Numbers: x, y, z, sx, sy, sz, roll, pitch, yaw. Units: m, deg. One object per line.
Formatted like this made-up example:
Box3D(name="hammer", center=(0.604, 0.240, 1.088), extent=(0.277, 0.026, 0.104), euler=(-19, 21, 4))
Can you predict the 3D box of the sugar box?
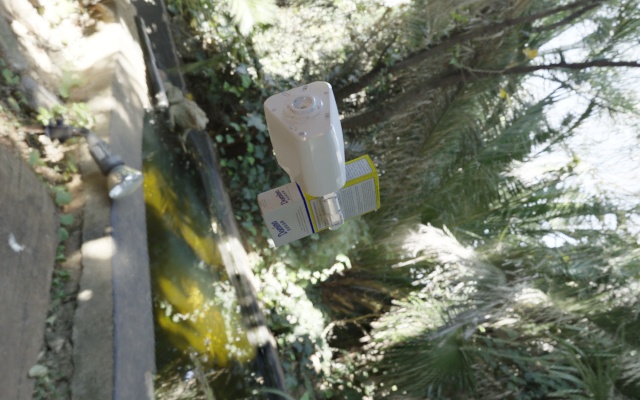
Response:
Box3D(name="sugar box", center=(0.000, 0.002, 0.717), extent=(0.176, 0.048, 0.093), euler=(-18, -38, -4))
